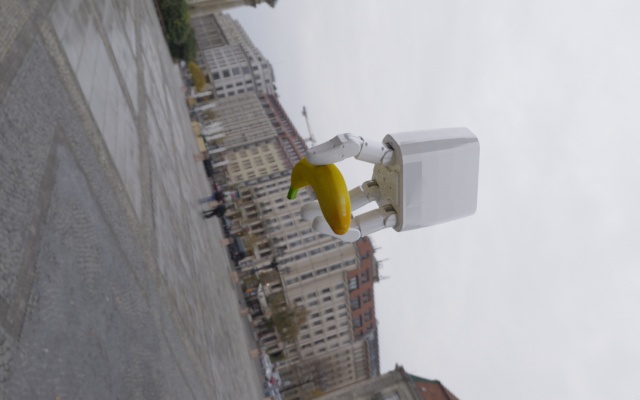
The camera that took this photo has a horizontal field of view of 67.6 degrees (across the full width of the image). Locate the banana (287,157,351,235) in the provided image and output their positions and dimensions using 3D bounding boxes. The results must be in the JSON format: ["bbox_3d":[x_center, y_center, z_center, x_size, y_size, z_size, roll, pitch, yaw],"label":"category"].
[{"bbox_3d":[-0.001,-0.017,0.556,0.037,0.069,0.197,-2,12,-16],"label":"banana"}]
